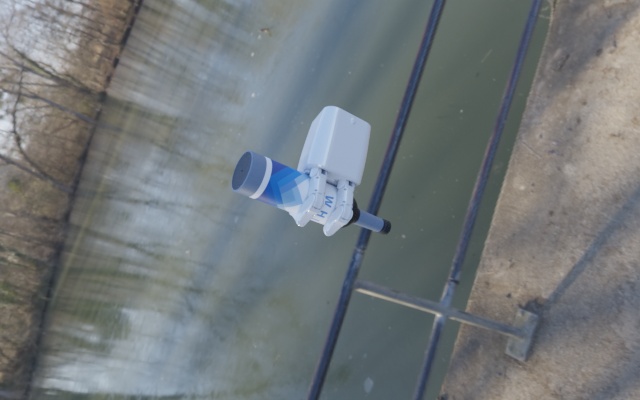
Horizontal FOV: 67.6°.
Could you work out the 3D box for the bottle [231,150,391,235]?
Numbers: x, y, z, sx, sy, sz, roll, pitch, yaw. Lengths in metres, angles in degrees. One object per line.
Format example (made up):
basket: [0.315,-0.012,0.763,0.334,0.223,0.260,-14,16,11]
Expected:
bottle: [0.000,0.003,0.791,0.296,0.069,0.069,22,-11,-30]
